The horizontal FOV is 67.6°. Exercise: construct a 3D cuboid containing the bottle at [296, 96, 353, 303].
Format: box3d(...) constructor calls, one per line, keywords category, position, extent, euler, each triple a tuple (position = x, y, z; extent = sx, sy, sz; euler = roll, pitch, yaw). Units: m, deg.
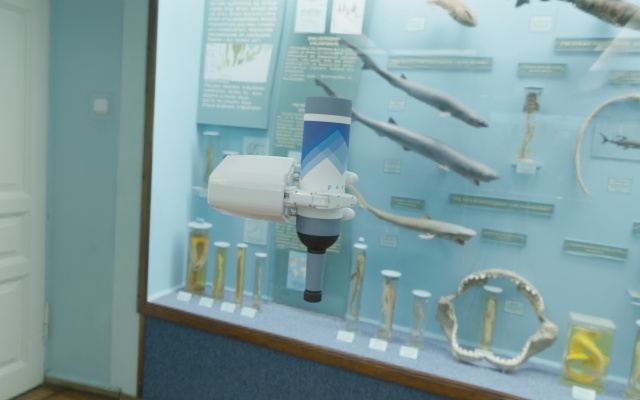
box3d(category="bottle", position=(0.000, 0.002, 0.691), extent=(0.069, 0.296, 0.069), euler=(5, 7, -1))
